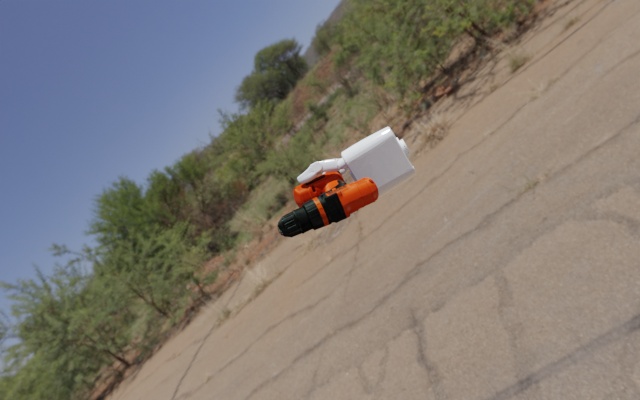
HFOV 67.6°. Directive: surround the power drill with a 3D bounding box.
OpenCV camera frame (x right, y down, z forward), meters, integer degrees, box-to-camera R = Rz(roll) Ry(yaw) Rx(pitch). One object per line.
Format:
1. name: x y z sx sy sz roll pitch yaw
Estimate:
1. power drill: 0.000 0.003 0.882 0.184 0.057 0.187 -22 15 -6
